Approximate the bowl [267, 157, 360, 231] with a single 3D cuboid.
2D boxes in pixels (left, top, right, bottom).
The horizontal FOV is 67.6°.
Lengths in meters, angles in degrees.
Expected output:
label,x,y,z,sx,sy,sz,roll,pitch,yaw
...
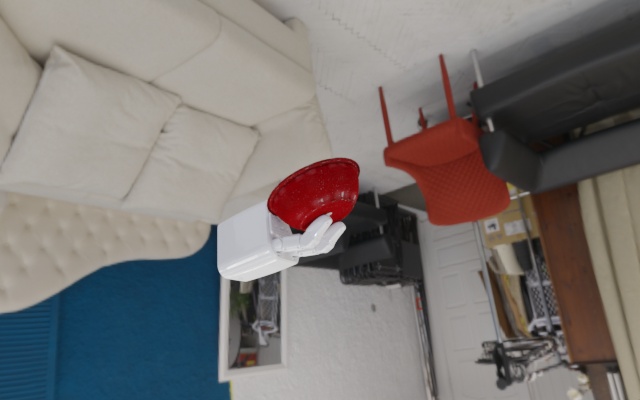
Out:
label,x,y,z,sx,sy,sz,roll,pitch,yaw
bowl,0.001,0.002,0.751,0.162,0.055,0.162,-22,-25,-10
